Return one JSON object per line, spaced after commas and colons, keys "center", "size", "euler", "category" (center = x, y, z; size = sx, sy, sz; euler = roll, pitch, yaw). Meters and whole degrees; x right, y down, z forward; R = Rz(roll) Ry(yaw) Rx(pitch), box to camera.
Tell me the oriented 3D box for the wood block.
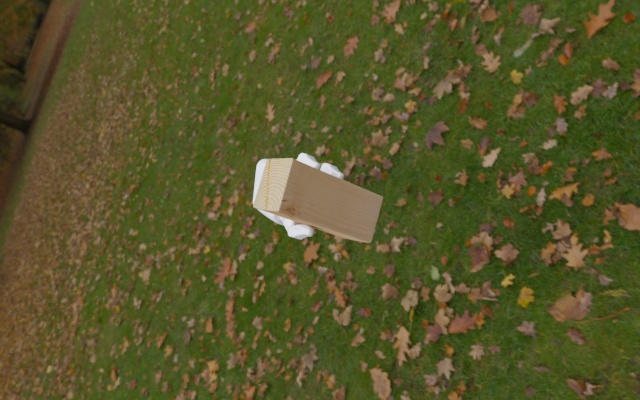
{"center": [0.000, 0.003, 0.843], "size": [0.206, 0.091, 0.090], "euler": [20, -8, -35], "category": "wood block"}
